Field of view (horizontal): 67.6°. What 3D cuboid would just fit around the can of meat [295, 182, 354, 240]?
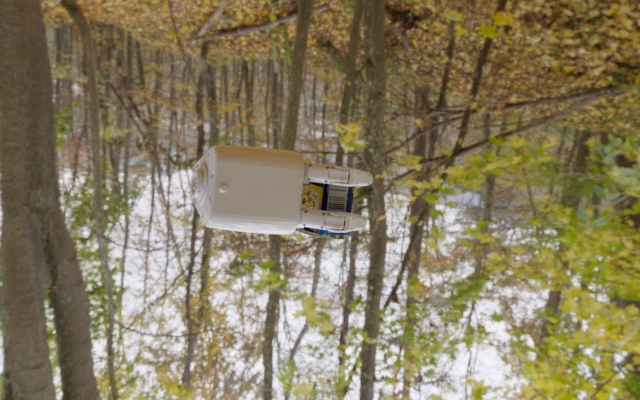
[{"bbox_3d":[0.000,0.002,0.627,0.057,0.084,0.102,5,3,-31],"label":"can of meat"}]
